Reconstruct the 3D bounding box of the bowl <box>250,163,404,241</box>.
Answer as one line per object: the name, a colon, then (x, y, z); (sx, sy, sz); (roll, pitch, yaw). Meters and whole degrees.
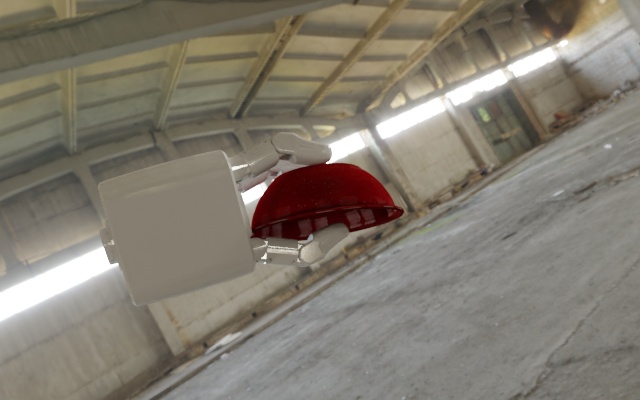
bowl: (0.001, 0.001, 0.485); (0.162, 0.055, 0.162); (-8, -12, -2)
